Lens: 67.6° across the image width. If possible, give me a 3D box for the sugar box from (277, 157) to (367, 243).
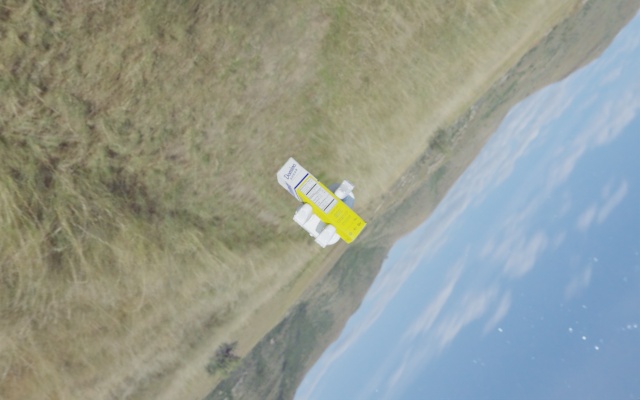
[{"bbox_3d":[0.000,0.003,0.856,0.176,0.048,0.093,39,-9,4],"label":"sugar box"}]
